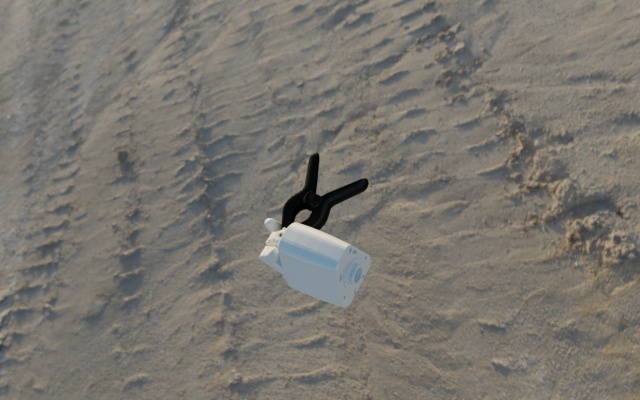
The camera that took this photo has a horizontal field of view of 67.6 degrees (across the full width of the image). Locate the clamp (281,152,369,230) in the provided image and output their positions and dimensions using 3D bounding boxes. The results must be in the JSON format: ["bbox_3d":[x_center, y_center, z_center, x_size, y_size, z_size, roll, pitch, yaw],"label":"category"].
[{"bbox_3d":[0.000,0.002,0.806,0.120,0.171,0.039,19,-21,27],"label":"clamp"}]
